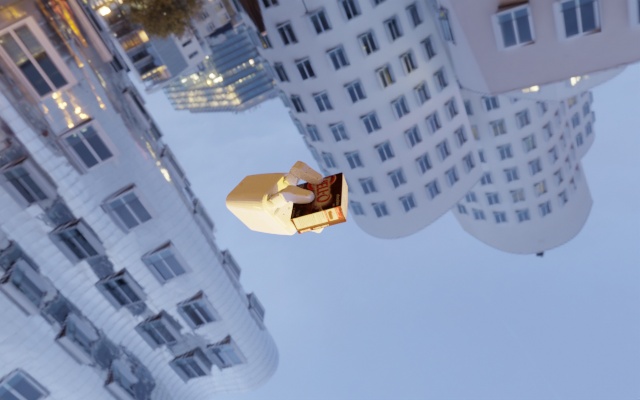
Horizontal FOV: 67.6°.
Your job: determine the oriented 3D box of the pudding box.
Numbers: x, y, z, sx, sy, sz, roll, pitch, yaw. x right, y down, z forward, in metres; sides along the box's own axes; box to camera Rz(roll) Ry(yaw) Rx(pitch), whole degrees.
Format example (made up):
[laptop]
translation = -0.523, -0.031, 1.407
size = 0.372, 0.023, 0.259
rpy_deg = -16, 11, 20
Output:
[pudding box]
translation = 0.000, 0.003, 0.822
size = 0.090, 0.039, 0.113
rpy_deg = -16, 33, 14
